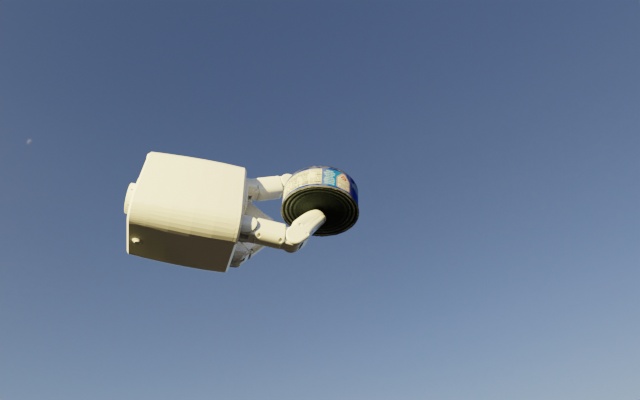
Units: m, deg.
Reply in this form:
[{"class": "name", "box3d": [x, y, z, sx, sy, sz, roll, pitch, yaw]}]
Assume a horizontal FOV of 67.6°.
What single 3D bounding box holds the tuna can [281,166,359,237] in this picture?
[{"class": "tuna can", "box3d": [0.000, 0.001, 0.533, 0.086, 0.033, 0.086, 2, -41, 1]}]
